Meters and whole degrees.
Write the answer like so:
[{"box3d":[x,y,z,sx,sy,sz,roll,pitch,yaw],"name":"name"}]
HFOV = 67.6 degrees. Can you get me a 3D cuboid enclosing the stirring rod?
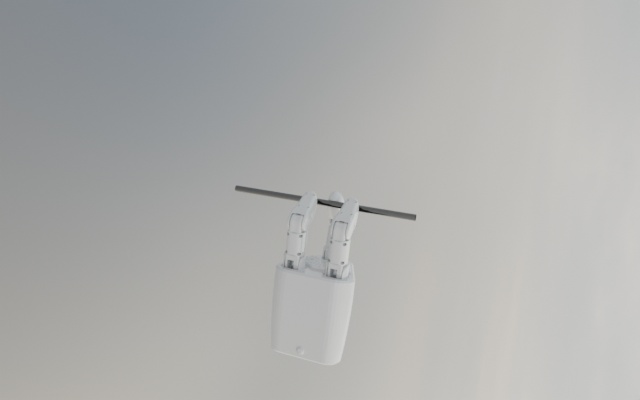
[{"box3d":[0.000,0.002,0.603,0.239,0.011,0.011,9,3,18],"name":"stirring rod"}]
